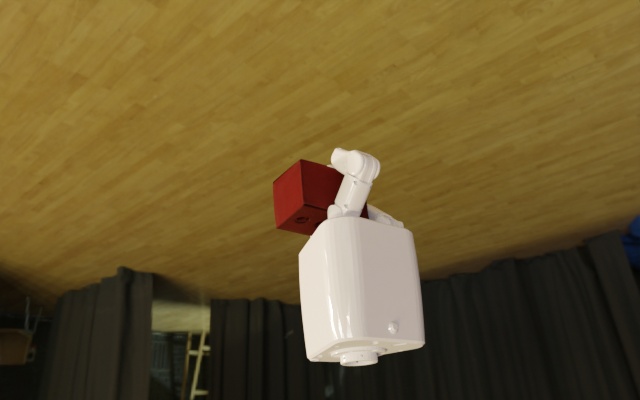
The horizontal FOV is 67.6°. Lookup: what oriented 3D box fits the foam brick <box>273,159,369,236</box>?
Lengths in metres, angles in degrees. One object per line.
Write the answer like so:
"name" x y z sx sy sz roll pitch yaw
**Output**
"foam brick" 0.000 0.001 0.465 0.078 0.051 0.053 14 -33 -31
